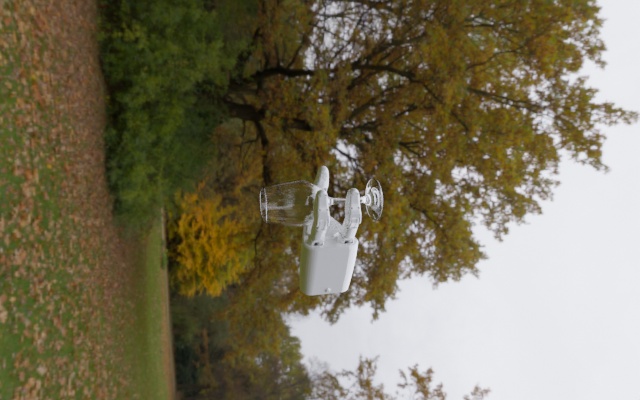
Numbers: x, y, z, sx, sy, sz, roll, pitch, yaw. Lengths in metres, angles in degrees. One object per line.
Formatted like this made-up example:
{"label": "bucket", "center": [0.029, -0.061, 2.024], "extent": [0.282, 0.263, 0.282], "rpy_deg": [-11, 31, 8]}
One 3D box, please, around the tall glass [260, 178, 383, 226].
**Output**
{"label": "tall glass", "center": [0.001, 0.002, 0.819], "extent": [0.201, 0.079, 0.079], "rpy_deg": [-3, 1, -17]}
